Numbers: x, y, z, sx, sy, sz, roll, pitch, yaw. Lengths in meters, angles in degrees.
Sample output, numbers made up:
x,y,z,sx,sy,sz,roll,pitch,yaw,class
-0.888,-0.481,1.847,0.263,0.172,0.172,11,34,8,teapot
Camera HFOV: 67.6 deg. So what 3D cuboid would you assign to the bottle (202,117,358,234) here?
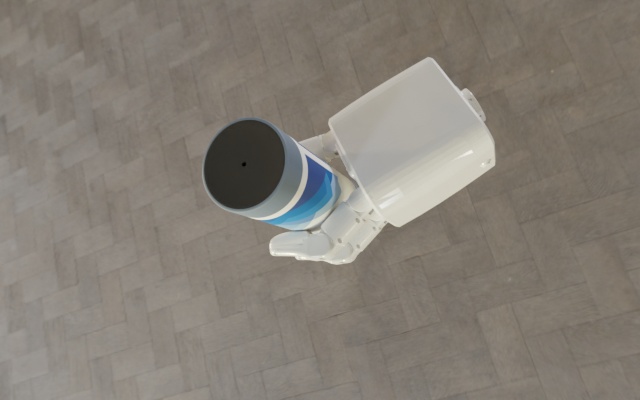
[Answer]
x,y,z,sx,sy,sz,roll,pitch,yaw,class
0.000,0.001,0.455,0.069,0.069,0.296,0,-10,21,bottle
